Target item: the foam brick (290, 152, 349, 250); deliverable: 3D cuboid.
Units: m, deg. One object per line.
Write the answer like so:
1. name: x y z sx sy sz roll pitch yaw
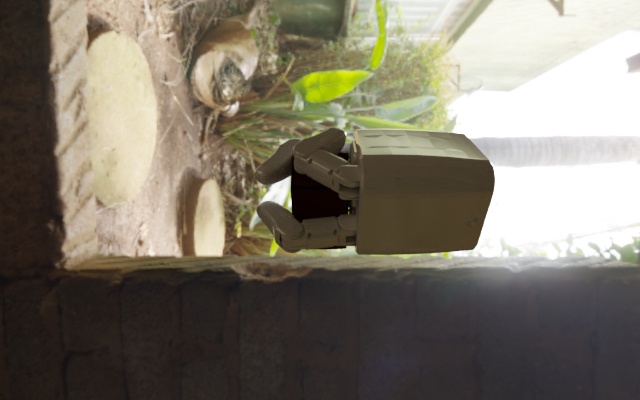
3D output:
1. foam brick: 0.000 0.002 0.443 0.051 0.078 0.053 0 42 0
